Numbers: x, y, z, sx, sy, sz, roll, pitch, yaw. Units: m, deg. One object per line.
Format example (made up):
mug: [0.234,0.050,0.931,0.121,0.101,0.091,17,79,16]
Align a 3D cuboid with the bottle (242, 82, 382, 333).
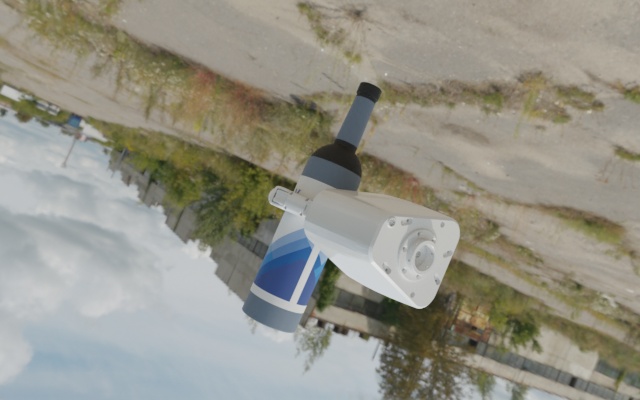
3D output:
bottle: [0.000,0.002,0.551,0.069,0.295,0.069,24,-3,1]
